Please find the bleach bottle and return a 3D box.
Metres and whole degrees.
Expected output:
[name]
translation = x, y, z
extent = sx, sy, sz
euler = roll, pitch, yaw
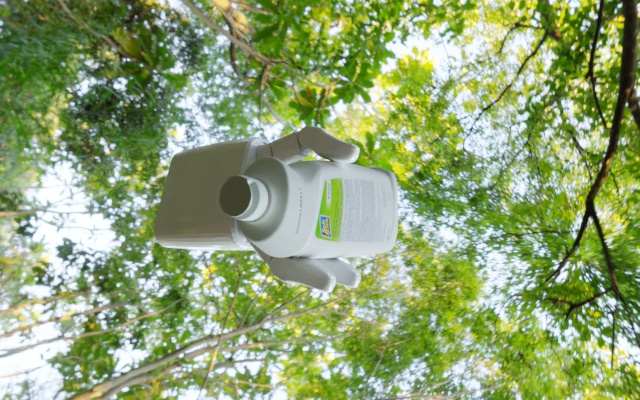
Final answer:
[bleach bottle]
translation = 0.000, 0.002, 0.439
extent = 0.068, 0.102, 0.251
euler = -4, -8, 28
